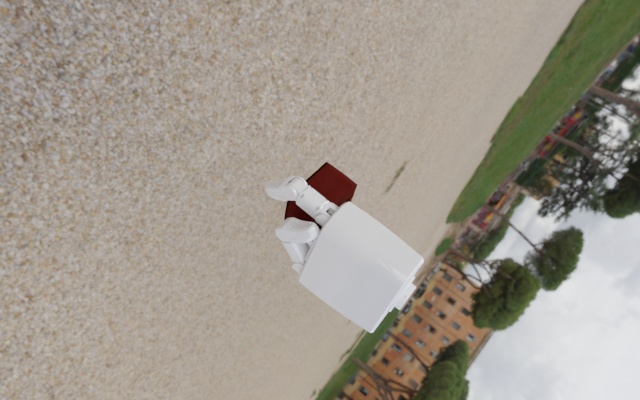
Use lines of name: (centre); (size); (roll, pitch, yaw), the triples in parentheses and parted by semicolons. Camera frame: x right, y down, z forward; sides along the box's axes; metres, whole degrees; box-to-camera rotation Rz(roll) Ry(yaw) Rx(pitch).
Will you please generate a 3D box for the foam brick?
foam brick: (0.000, 0.002, 0.592); (0.051, 0.053, 0.078); (35, 54, 16)
